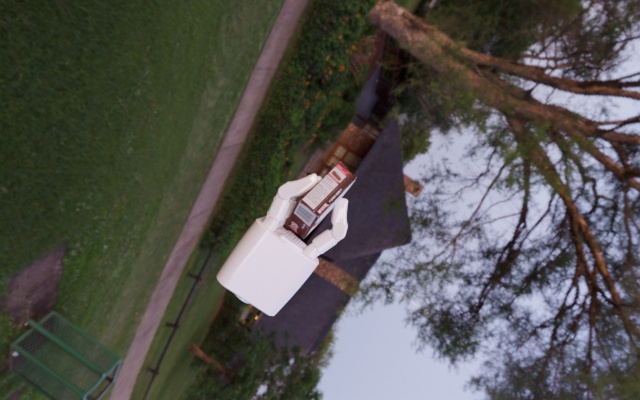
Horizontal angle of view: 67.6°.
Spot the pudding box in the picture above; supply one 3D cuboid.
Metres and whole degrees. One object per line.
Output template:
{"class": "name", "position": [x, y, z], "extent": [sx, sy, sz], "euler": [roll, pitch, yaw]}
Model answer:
{"class": "pudding box", "position": [0.000, 0.002, 0.712], "extent": [0.090, 0.039, 0.113], "euler": [-47, -3, -23]}
